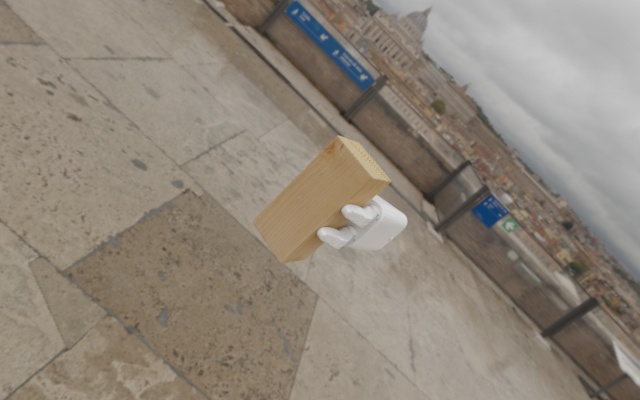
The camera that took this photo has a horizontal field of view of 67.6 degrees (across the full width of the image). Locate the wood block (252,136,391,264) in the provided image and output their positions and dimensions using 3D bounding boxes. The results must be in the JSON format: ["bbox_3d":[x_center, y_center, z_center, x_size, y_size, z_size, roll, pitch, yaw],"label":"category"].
[{"bbox_3d":[0.000,0.002,0.780,0.206,0.090,0.090,-44,-20,19],"label":"wood block"}]
